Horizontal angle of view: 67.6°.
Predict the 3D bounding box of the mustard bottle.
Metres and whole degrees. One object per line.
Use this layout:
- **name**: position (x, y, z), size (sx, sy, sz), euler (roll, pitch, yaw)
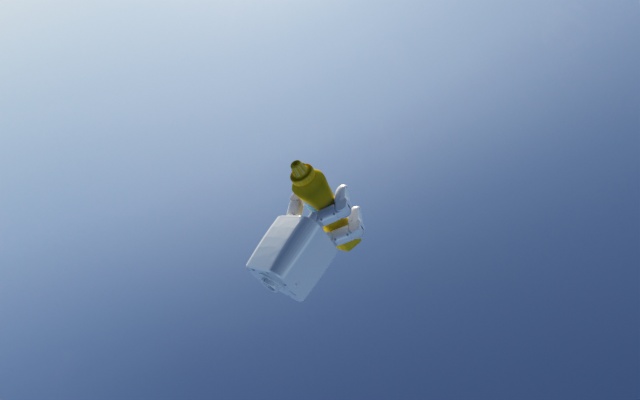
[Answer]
- **mustard bottle**: position (0.000, 0.003, 0.812), size (0.058, 0.192, 0.096), euler (-38, 41, -5)
